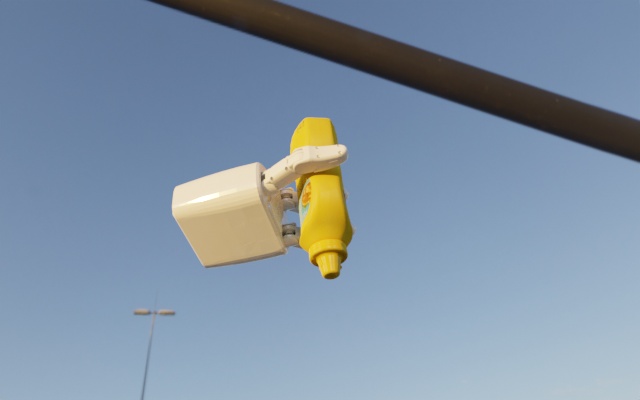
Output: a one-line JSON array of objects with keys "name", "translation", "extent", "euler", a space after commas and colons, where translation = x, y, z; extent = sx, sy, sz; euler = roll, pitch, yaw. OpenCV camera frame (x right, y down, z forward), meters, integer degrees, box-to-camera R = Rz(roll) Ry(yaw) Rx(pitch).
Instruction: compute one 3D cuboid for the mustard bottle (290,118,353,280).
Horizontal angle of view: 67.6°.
[{"name": "mustard bottle", "translation": [0.000, 0.002, 0.547], "extent": [0.058, 0.191, 0.096], "euler": [1, -38, -11]}]
